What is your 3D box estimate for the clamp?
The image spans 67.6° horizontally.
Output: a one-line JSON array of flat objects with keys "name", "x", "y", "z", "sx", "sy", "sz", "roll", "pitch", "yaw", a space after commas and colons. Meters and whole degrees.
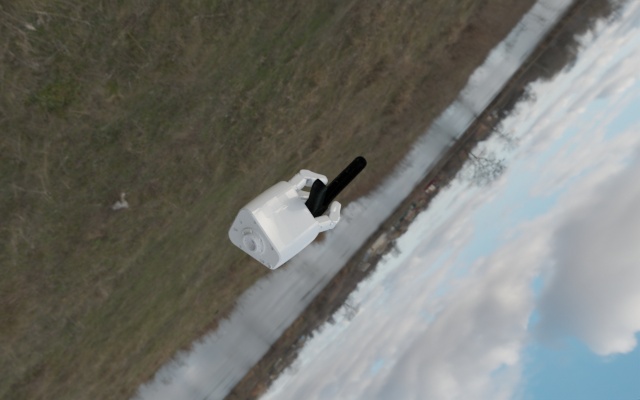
[{"name": "clamp", "x": 0.000, "y": 0.004, "z": 0.897, "sx": 0.164, "sy": 0.036, "sz": 0.210, "roll": -33, "pitch": -15, "yaw": -45}]
